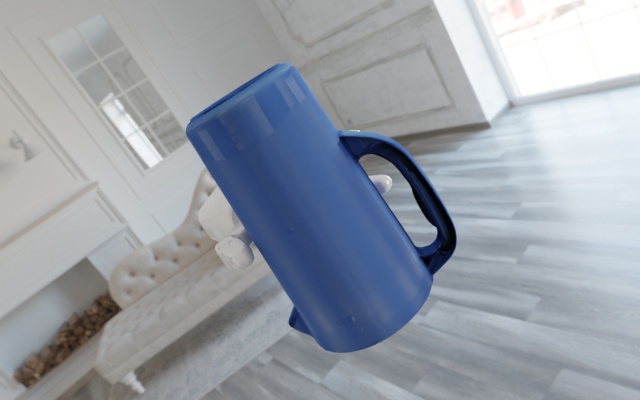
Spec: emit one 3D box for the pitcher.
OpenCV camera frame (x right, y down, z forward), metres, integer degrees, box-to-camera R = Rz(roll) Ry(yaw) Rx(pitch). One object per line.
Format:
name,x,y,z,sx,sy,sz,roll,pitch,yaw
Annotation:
pitcher,0.000,0.001,0.431,0.149,0.243,0.145,-42,20,-28
